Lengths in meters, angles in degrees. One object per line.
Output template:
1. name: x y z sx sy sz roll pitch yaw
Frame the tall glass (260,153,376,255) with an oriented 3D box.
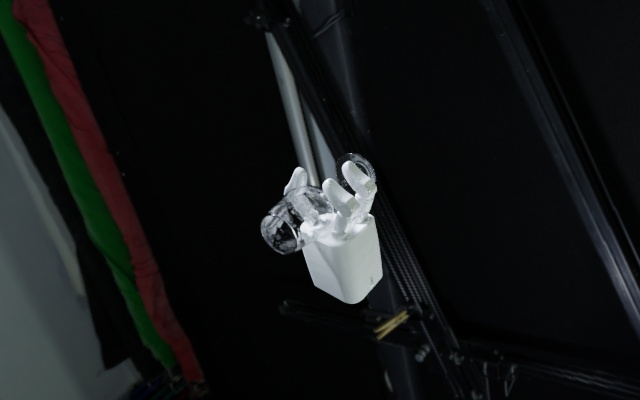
1. tall glass: 0.000 0.002 0.694 0.079 0.079 0.201 0 26 39
